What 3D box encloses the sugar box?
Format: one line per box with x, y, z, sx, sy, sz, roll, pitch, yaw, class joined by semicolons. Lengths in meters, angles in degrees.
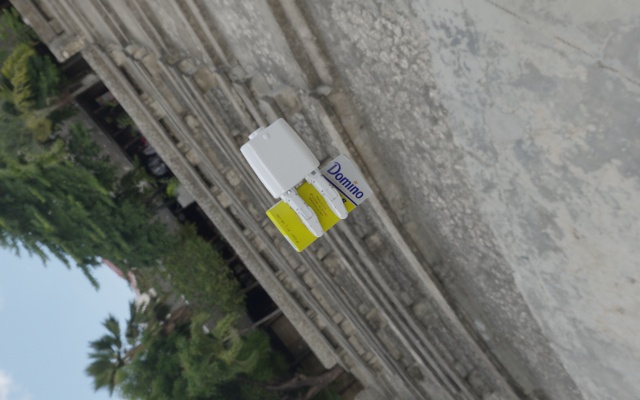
0.000;0.003;0.859;0.176;0.093;0.048;-39;6;-12;sugar box
